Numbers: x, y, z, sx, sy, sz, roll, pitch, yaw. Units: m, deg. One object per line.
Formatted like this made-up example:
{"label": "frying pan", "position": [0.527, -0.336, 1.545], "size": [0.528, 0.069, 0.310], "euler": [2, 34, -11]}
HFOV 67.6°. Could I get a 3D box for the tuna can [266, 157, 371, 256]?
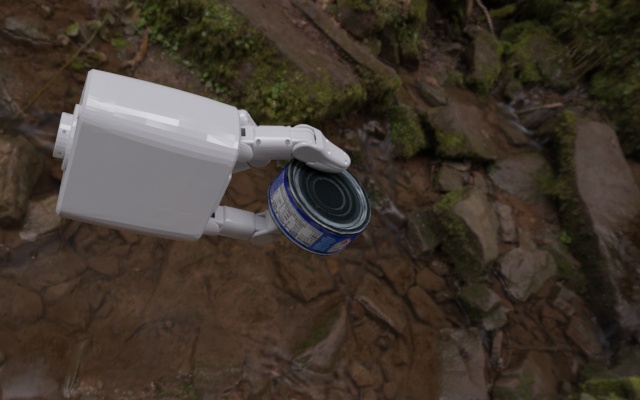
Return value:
{"label": "tuna can", "position": [0.000, 0.001, 0.402], "size": [0.086, 0.086, 0.034], "euler": [0, -34, -41]}
